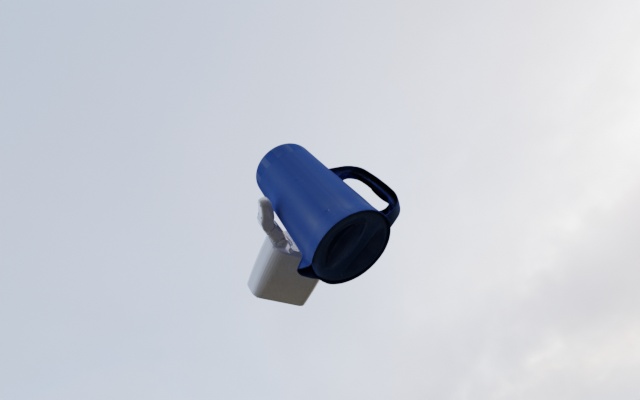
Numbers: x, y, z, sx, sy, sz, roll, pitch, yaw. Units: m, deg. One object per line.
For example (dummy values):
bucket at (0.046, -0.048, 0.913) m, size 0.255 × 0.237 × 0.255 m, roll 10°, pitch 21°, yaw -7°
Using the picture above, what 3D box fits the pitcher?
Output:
pitcher at (0.000, 0.003, 0.762) m, size 0.149 × 0.145 × 0.242 m, roll 5°, pitch 30°, yaw -38°
